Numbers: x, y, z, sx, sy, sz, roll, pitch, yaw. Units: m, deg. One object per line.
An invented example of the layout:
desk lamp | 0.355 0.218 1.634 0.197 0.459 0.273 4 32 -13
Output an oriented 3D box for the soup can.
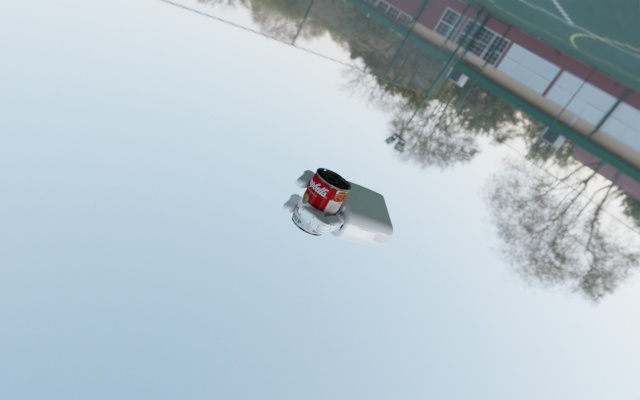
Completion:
soup can | 0.000 0.003 0.840 0.068 0.102 0.068 25 23 -12
